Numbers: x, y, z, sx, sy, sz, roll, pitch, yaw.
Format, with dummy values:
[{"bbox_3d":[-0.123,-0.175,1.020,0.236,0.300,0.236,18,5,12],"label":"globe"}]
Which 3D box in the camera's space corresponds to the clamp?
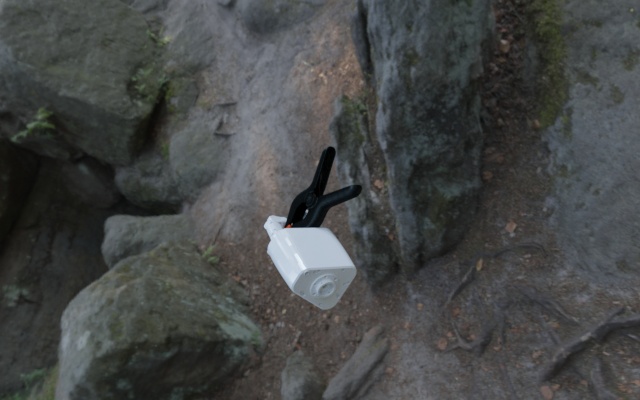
[{"bbox_3d":[0.000,0.003,0.820,0.039,0.171,0.120,19,21,-36],"label":"clamp"}]
